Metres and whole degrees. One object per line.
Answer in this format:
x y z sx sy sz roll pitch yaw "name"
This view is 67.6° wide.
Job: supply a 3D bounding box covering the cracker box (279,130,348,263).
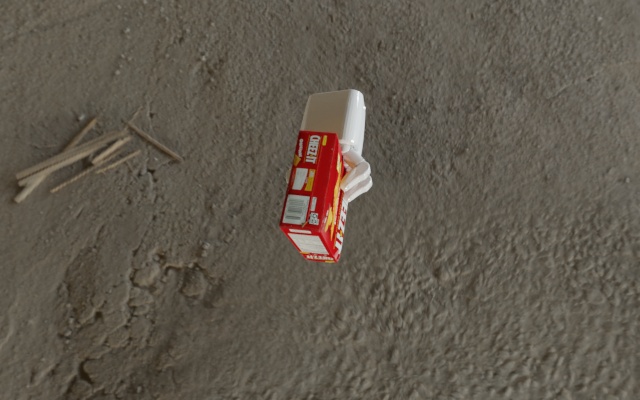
0.000 0.003 0.816 0.072 0.164 0.214 6 -19 12 "cracker box"
